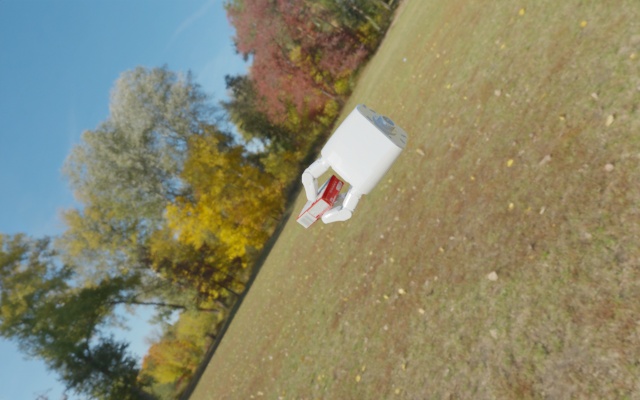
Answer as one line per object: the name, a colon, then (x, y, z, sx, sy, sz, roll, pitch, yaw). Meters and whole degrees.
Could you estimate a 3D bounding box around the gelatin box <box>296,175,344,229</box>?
gelatin box: (0.000, 0.003, 0.897, 0.089, 0.030, 0.073, -42, 13, 41)
